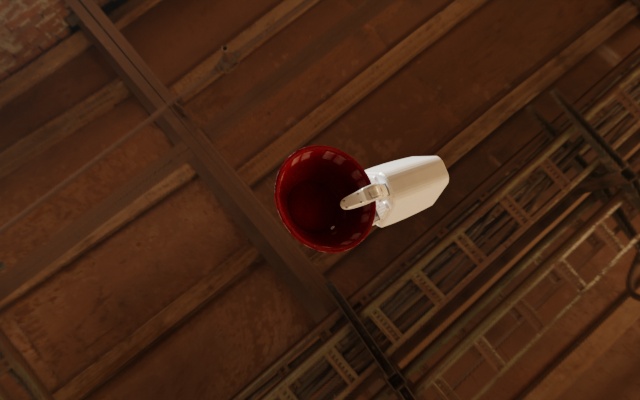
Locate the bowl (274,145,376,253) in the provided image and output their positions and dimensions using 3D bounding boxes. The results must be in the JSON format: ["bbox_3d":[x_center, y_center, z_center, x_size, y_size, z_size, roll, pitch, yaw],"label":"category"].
[{"bbox_3d":[-0.001,0.002,0.711,0.162,0.162,0.055,0,-15,-25],"label":"bowl"}]
